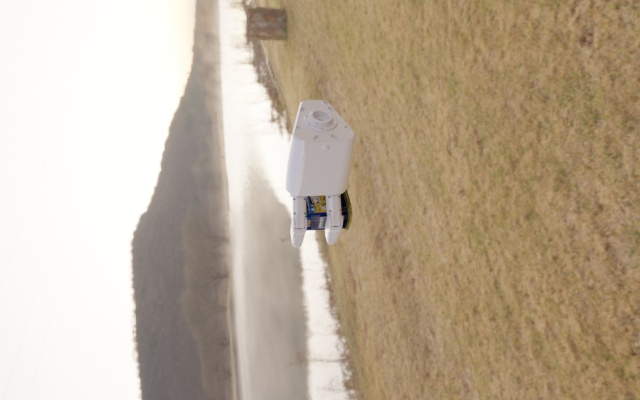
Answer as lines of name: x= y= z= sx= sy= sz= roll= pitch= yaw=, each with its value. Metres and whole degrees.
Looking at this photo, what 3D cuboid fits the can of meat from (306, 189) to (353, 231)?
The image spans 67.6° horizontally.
can of meat: x=0.000 y=0.003 z=0.800 sx=0.084 sy=0.102 sz=0.057 roll=-3 pitch=-40 yaw=-13
